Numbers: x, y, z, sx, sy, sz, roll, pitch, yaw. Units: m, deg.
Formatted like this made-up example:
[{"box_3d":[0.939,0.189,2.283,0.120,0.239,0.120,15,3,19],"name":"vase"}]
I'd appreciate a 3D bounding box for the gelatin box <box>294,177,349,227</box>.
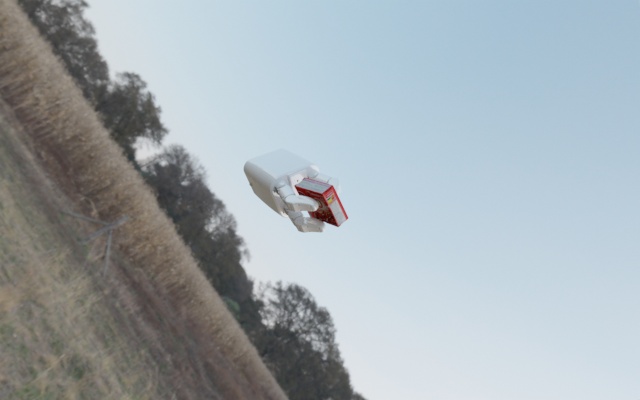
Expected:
[{"box_3d":[0.001,0.003,0.837,0.030,0.073,0.089,-40,32,-23],"name":"gelatin box"}]
